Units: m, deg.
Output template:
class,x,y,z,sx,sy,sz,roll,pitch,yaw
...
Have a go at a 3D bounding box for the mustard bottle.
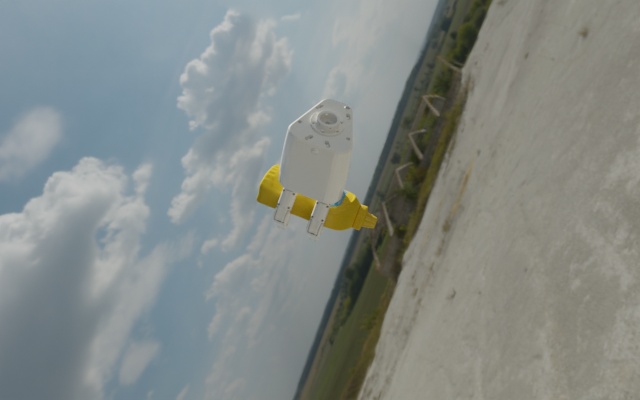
class,x,y,z,sx,sy,sz,roll,pitch,yaw
mustard bottle,0.000,0.003,0.777,0.191,0.058,0.096,20,26,6
